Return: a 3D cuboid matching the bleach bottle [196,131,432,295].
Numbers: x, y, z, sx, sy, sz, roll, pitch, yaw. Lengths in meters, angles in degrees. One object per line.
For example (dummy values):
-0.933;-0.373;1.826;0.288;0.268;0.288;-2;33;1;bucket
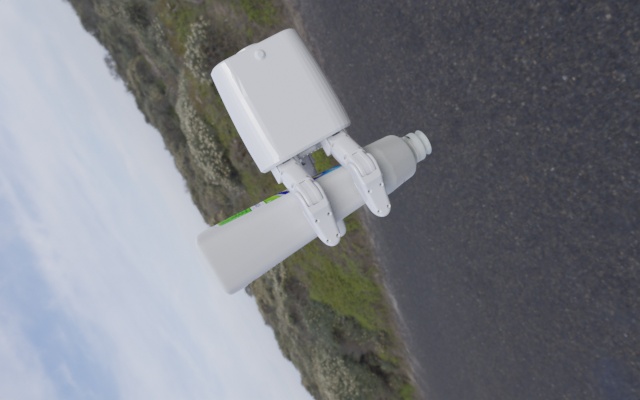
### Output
0.000;0.002;0.488;0.251;0.068;0.102;-30;4;-10;bleach bottle
